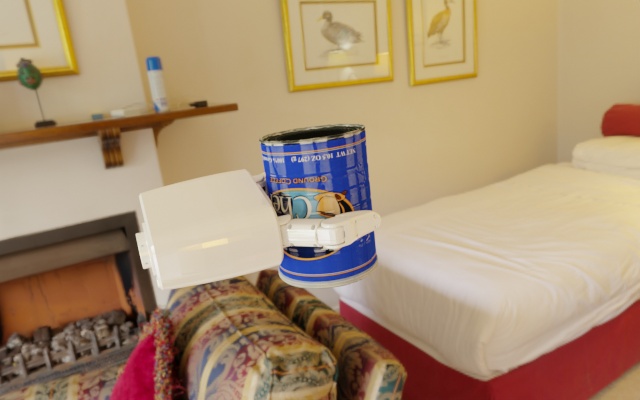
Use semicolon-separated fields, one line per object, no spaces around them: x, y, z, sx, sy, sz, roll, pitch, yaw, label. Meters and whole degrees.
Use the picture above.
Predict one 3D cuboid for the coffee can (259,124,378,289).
0.000;0.002;0.473;0.103;0.140;0.102;-7;15;2;coffee can
